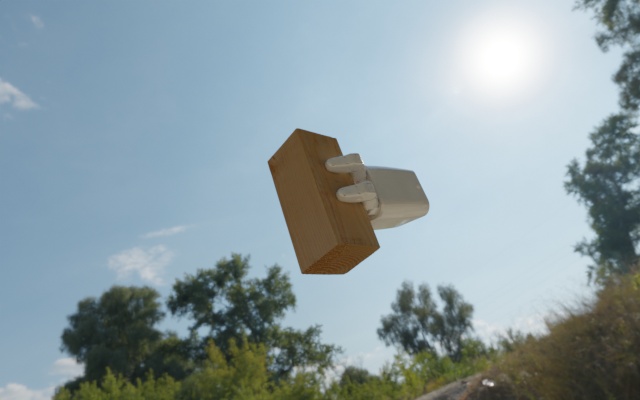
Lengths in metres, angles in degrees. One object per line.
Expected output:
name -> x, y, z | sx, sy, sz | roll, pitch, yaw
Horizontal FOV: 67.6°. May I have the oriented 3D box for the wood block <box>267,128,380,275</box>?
wood block -> 0.000, 0.003, 0.738 | 0.090, 0.206, 0.091 | 8, -39, -40
